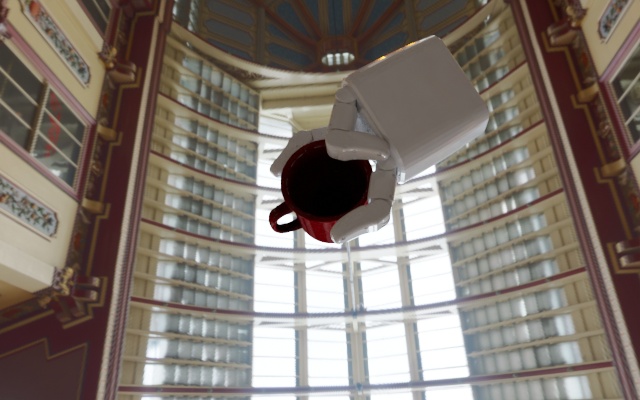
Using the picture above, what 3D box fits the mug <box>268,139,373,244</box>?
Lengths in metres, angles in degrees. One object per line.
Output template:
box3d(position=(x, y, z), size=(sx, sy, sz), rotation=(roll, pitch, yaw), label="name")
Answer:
box3d(position=(-0.001, 0.003, 0.503), size=(0.117, 0.093, 0.081), rotation=(-30, -25, -8), label="mug")
